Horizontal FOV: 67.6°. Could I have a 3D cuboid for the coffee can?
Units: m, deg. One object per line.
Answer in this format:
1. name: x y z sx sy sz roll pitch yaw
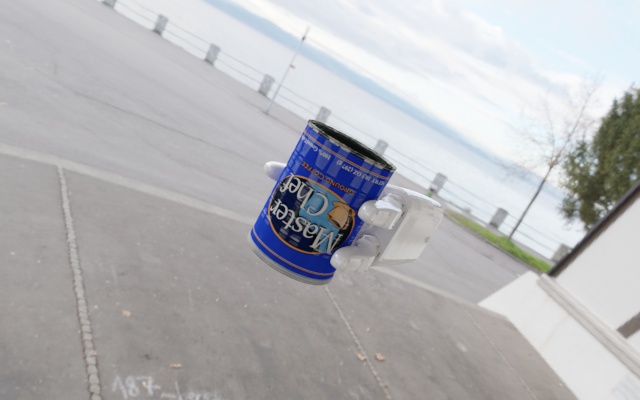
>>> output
1. coffee can: 0.000 0.002 0.499 0.103 0.140 0.102 27 14 -7
